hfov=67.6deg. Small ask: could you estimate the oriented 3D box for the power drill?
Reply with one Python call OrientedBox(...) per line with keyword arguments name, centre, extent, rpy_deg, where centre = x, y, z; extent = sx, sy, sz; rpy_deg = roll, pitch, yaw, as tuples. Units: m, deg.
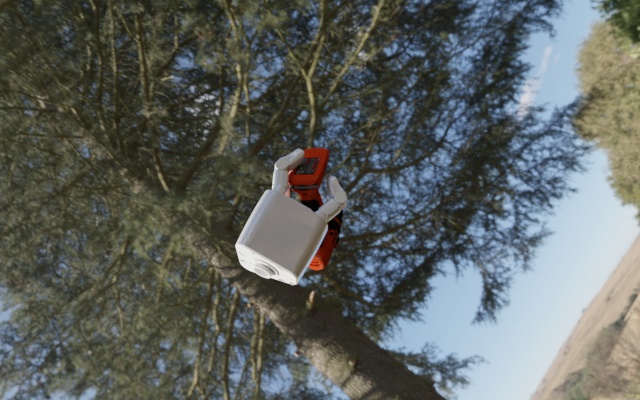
OrientedBox(name="power drill", centre=(0.000, 0.003, 0.864), extent=(0.057, 0.188, 0.184), rpy_deg=(-2, 36, 16))
